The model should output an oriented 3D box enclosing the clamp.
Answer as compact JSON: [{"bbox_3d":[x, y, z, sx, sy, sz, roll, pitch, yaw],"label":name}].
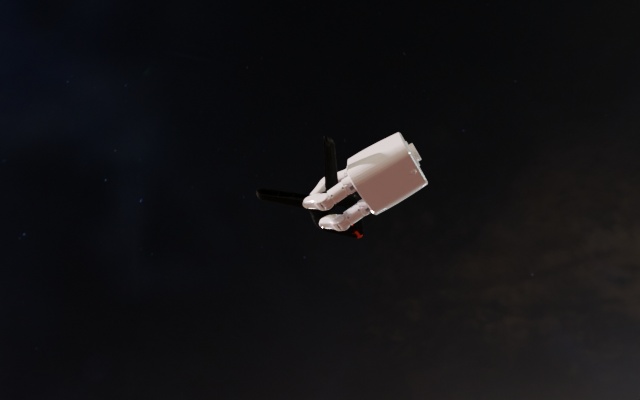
[{"bbox_3d":[0.001,0.003,0.856,0.164,0.210,0.036,-30,32,13],"label":"clamp"}]
